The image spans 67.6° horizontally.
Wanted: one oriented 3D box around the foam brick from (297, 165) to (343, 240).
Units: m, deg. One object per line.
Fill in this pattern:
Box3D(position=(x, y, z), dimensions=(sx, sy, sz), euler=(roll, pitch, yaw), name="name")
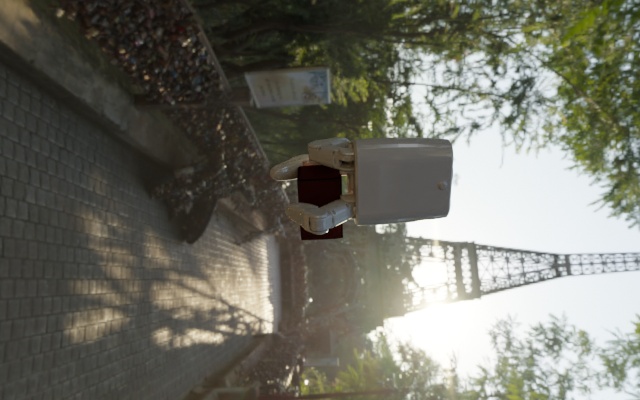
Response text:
Box3D(position=(0.000, 0.002, 0.568), dimensions=(0.051, 0.078, 0.053), euler=(-3, 23, -1), name="foam brick")
